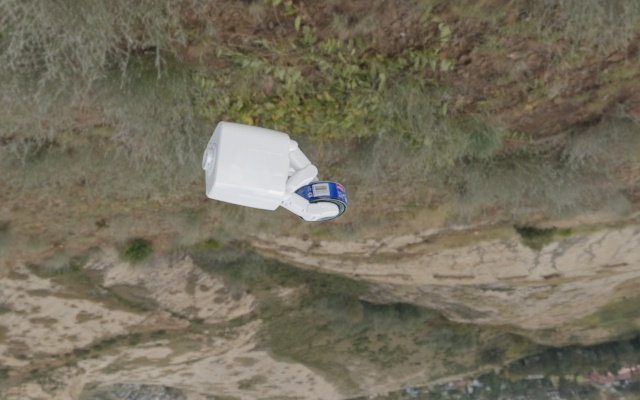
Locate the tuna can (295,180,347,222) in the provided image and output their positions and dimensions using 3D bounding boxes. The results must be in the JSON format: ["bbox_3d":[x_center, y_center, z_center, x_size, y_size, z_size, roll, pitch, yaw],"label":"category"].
[{"bbox_3d":[0.000,0.003,0.785,0.086,0.033,0.086,-6,-27,-3],"label":"tuna can"}]
